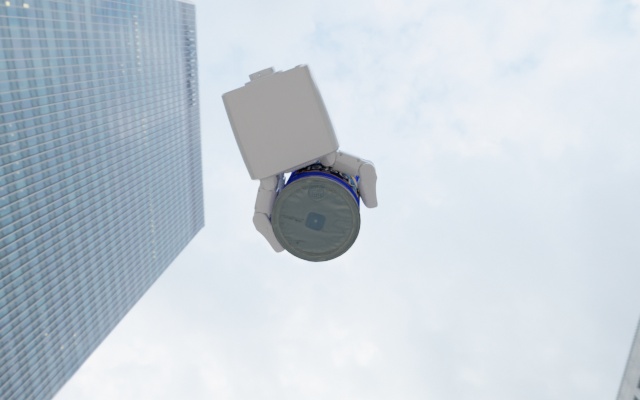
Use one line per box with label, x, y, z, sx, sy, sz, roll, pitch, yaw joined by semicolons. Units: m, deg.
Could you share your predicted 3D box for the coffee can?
coffee can;0.000;0.002;0.604;0.103;0.103;0.140;0;18;5
